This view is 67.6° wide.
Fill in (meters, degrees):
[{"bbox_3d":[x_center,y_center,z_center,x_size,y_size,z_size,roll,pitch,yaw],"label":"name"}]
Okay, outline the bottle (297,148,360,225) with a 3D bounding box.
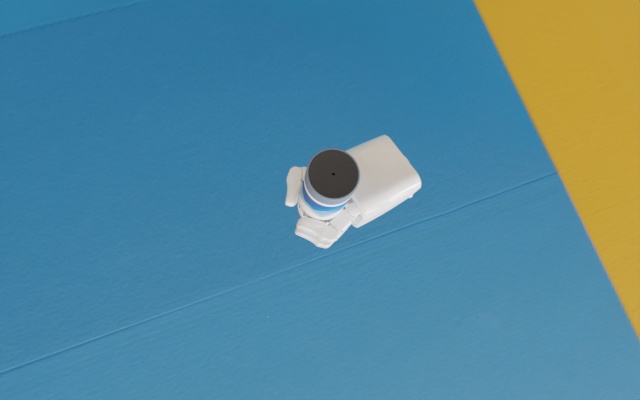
[{"bbox_3d":[0.000,0.002,0.718,0.069,0.069,0.296,0,-14,-6],"label":"bottle"}]
